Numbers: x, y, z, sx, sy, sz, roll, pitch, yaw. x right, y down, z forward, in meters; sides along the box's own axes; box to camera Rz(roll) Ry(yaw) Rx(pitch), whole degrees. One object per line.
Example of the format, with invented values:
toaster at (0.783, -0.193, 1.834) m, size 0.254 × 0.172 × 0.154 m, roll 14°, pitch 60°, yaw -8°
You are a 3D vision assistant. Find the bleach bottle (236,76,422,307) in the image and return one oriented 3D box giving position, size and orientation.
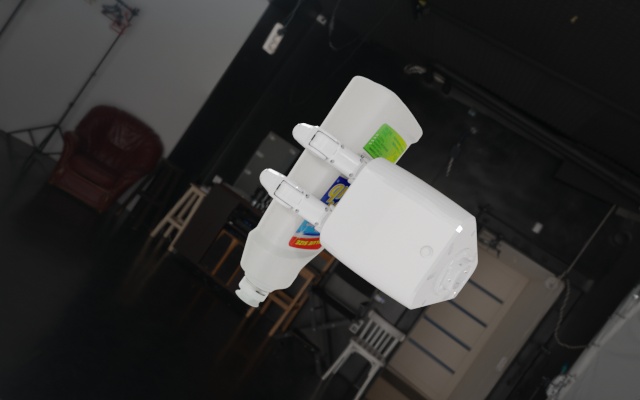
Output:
bleach bottle at (0.000, 0.002, 0.497) m, size 0.068 × 0.251 × 0.102 m, roll 36°, pitch 2°, yaw 35°
